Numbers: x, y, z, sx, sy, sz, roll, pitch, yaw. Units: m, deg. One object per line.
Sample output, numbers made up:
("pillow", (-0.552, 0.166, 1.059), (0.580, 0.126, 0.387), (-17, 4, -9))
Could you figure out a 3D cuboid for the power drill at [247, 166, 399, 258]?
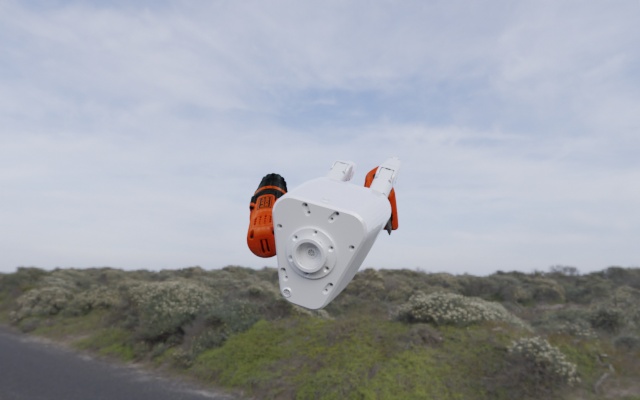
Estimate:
("power drill", (0.001, 0.002, 0.624), (0.187, 0.057, 0.184), (-10, 28, 4))
